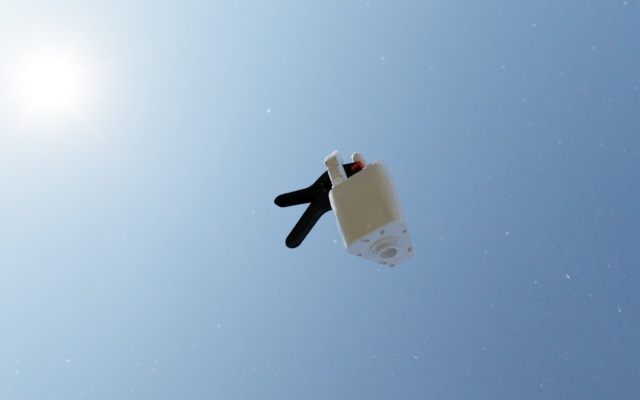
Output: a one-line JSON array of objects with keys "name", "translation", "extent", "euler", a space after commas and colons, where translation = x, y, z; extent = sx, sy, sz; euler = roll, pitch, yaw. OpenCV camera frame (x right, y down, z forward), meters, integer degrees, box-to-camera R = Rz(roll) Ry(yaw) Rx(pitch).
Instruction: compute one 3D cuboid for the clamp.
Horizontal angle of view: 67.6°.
[{"name": "clamp", "translation": [0.001, 0.003, 0.758], "extent": [0.171, 0.120, 0.039], "euler": [-30, -43, 19]}]
